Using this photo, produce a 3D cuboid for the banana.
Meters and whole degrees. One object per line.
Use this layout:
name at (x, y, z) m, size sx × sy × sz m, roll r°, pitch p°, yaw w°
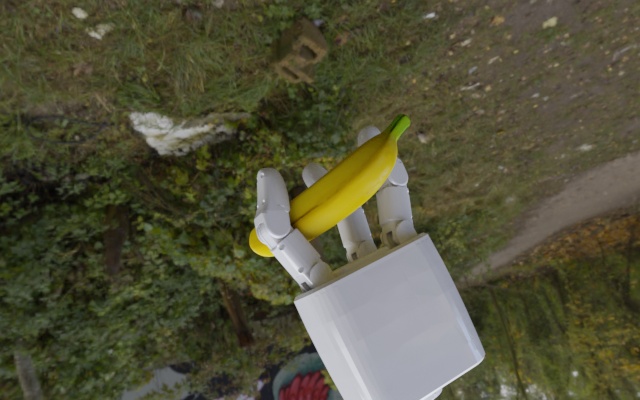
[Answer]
banana at (-0.005, 0.007, 0.393) m, size 0.198 × 0.037 × 0.069 m, roll -36°, pitch 5°, yaw 32°
